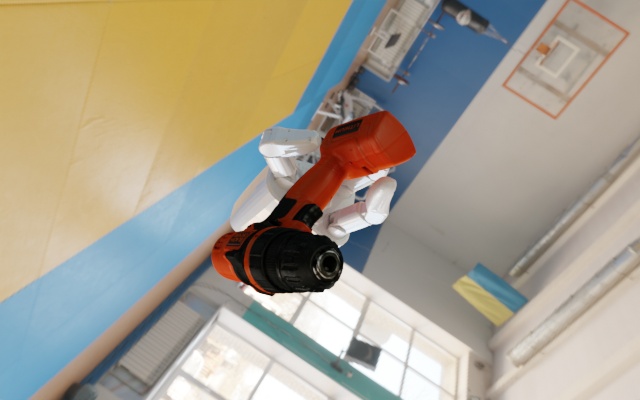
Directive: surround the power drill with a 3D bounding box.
[{"bbox_3d":[0.000,0.001,0.411,0.187,0.057,0.184,-46,21,-25],"label":"power drill"}]
